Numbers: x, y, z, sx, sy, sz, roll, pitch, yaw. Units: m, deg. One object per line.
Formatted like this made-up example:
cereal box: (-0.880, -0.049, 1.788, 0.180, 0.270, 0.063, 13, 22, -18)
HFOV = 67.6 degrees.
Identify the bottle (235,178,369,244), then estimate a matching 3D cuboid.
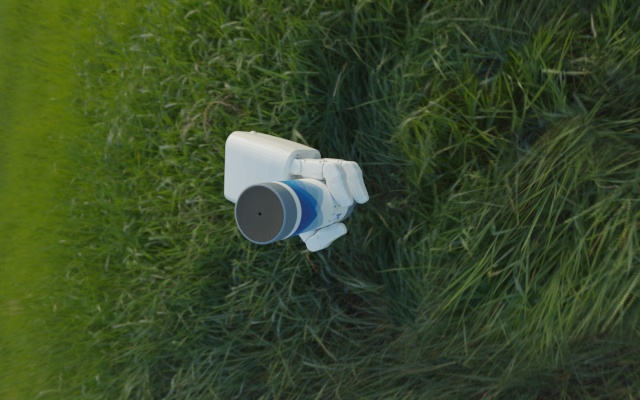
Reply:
bottle: (0.000, 0.002, 0.644, 0.069, 0.069, 0.295, 0, 5, 27)
